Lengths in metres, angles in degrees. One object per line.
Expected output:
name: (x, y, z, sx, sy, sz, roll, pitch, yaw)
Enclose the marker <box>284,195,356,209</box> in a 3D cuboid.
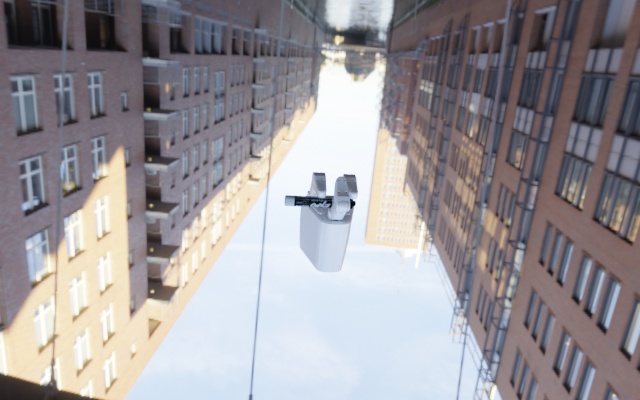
marker: (0.000, 0.003, 0.804, 0.121, 0.020, 0.020, 2, 0, -10)
